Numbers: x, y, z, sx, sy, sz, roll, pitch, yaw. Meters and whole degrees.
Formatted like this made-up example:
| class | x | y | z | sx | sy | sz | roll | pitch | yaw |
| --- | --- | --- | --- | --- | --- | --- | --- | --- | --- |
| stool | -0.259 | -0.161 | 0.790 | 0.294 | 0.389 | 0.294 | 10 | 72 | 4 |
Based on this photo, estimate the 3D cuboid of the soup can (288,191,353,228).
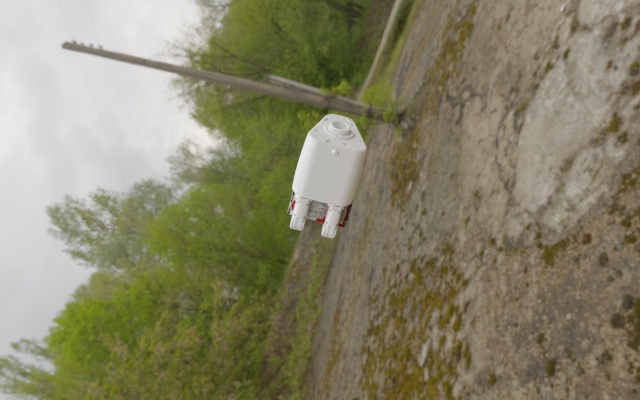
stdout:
| class | x | y | z | sx | sy | sz | roll | pitch | yaw |
| --- | --- | --- | --- | --- | --- | --- | --- | --- | --- |
| soup can | 0.000 | 0.003 | 0.824 | 0.102 | 0.068 | 0.068 | 14 | -1 | -3 |
